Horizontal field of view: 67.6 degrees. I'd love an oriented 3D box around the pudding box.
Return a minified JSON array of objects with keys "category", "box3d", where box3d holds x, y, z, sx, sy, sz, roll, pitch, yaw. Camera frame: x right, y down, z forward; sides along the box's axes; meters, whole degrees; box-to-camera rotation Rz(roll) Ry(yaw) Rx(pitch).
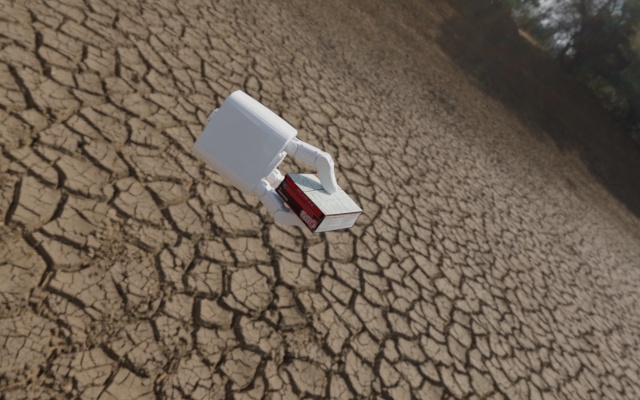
[{"category":"pudding box","box3d":[0.000,0.002,0.702,0.090,0.039,0.113,48,27,23]}]
